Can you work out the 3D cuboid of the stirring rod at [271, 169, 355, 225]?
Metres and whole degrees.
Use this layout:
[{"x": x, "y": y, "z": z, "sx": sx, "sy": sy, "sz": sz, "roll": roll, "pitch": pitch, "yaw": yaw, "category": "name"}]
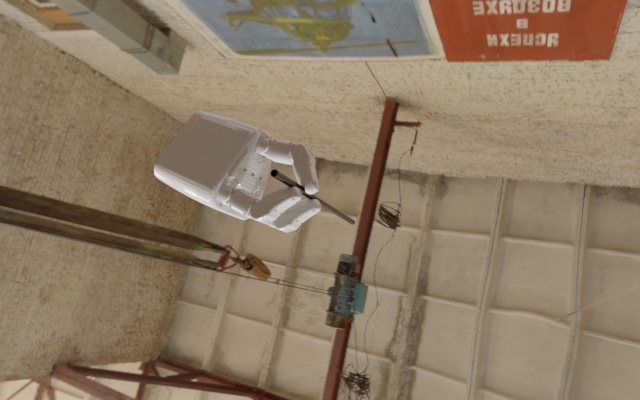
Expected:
[{"x": 0.000, "y": 0.002, "z": 0.585, "sx": 0.011, "sy": 0.011, "sz": 0.239, "roll": 0, "pitch": -14, "yaw": 24, "category": "stirring rod"}]
